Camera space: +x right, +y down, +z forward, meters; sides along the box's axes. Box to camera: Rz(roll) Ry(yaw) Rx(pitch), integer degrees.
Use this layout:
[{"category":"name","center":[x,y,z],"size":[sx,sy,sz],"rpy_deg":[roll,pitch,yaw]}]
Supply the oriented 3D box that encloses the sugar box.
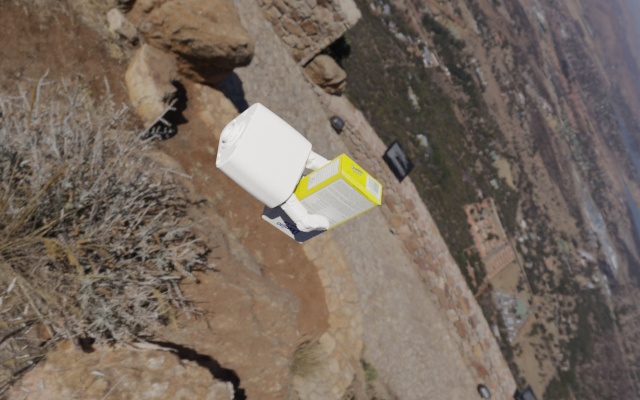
[{"category":"sugar box","center":[0.000,0.002,0.753],"size":[0.176,0.048,0.093],"rpy_deg":[-26,-50,37]}]
